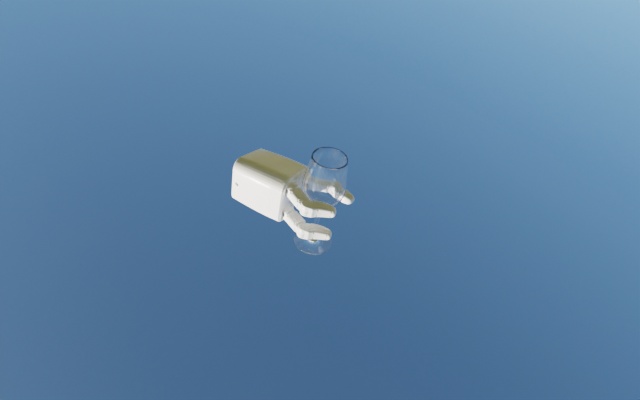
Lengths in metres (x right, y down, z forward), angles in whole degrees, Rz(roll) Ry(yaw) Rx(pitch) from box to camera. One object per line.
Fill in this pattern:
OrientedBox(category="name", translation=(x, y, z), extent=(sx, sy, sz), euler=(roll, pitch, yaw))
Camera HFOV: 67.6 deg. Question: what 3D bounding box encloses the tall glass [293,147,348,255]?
OrientedBox(category="tall glass", translation=(0.000, 0.003, 0.855), extent=(0.079, 0.201, 0.079), euler=(7, 41, -6))
